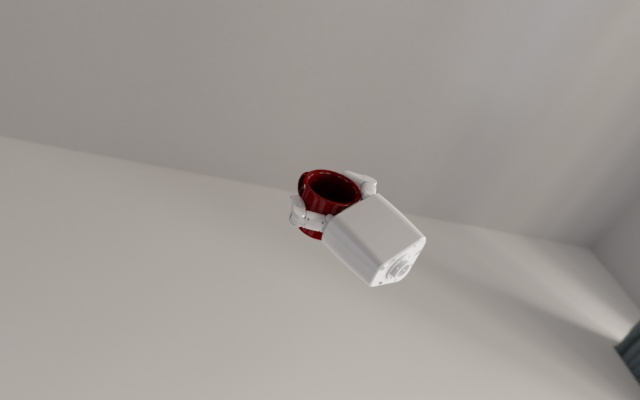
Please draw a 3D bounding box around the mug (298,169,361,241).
[{"bbox_3d":[-0.001,0.002,0.766,0.093,0.081,0.117,-14,47,-41],"label":"mug"}]
